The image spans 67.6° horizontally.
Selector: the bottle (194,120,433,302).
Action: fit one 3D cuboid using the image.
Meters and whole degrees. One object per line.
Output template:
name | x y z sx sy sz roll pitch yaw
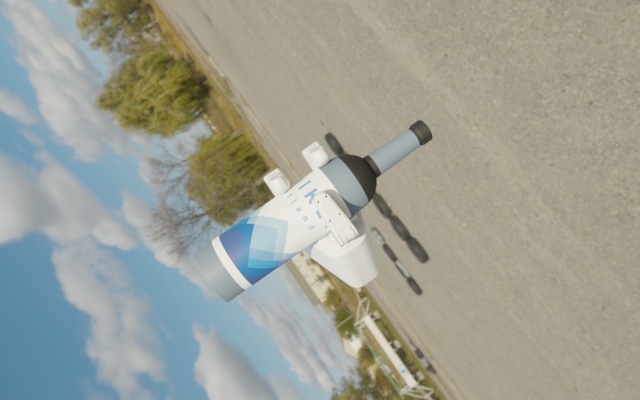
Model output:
bottle | 0.000 0.002 0.538 0.295 0.069 0.069 -35 3 -4
